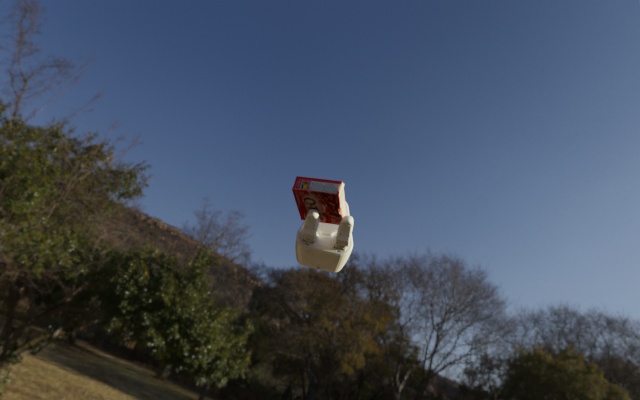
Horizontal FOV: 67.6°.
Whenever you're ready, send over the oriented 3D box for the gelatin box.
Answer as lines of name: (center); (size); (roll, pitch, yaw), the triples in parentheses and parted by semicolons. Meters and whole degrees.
gelatin box: (0.000, 0.002, 0.744); (0.073, 0.030, 0.089); (8, -33, 13)
